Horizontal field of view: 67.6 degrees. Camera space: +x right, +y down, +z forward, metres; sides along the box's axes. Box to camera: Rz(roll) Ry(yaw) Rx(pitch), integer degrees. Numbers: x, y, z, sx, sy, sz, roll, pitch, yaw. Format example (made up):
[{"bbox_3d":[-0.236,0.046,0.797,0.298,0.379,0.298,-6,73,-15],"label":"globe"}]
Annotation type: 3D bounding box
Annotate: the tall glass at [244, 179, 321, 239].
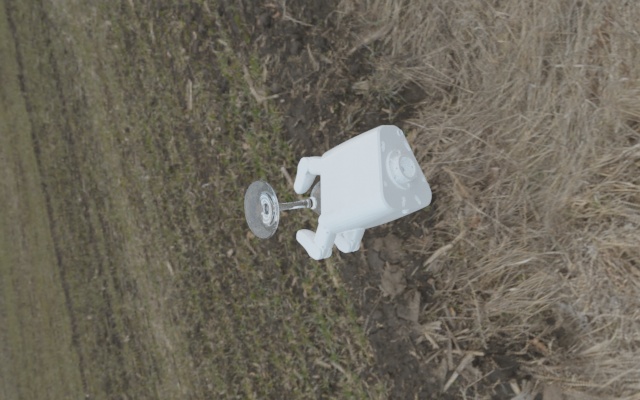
[{"bbox_3d":[-0.001,0.002,0.662,0.201,0.079,0.079,-7,5,-41],"label":"tall glass"}]
